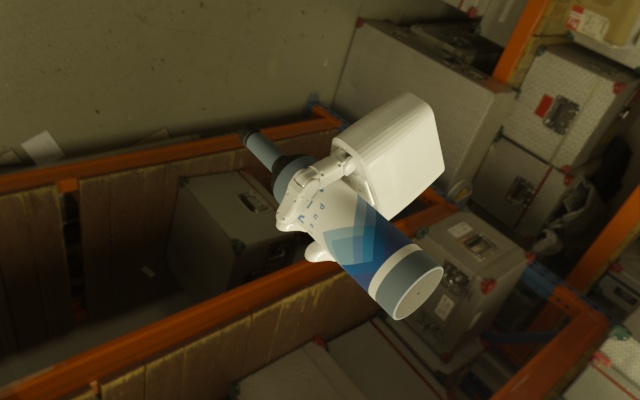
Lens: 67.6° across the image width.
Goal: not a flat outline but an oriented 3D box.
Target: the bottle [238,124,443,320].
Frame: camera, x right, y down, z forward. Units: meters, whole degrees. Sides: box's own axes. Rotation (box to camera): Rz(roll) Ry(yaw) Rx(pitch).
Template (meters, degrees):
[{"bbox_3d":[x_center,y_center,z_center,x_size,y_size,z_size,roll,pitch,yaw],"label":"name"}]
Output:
[{"bbox_3d":[0.000,0.002,0.521,0.069,0.069,0.295,0,36,-50],"label":"bottle"}]
